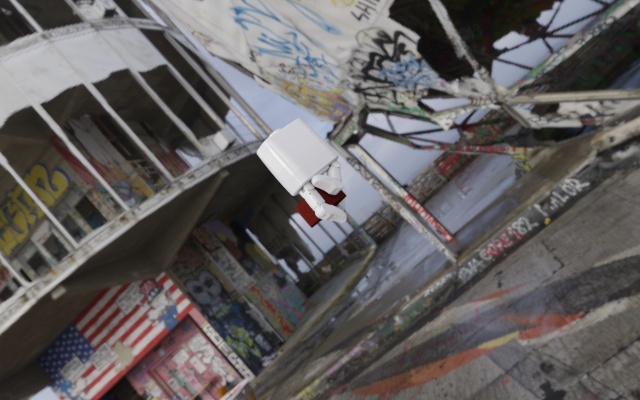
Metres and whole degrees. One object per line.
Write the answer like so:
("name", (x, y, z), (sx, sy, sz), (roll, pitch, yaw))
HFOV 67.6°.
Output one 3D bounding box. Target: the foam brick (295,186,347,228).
("foam brick", (0.000, 0.003, 0.897), (0.078, 0.051, 0.053), (-46, -5, 38))
